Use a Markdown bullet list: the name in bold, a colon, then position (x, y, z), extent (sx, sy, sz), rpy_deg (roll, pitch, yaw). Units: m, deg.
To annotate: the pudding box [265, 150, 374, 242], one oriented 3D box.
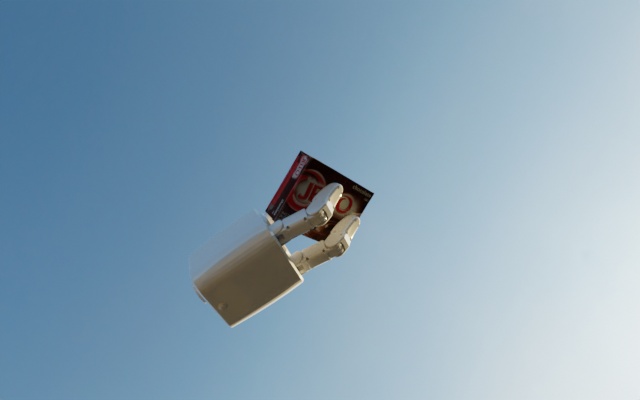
- **pudding box**: position (0.000, 0.002, 0.603), extent (0.113, 0.090, 0.039), rpy_deg (27, 7, -36)
